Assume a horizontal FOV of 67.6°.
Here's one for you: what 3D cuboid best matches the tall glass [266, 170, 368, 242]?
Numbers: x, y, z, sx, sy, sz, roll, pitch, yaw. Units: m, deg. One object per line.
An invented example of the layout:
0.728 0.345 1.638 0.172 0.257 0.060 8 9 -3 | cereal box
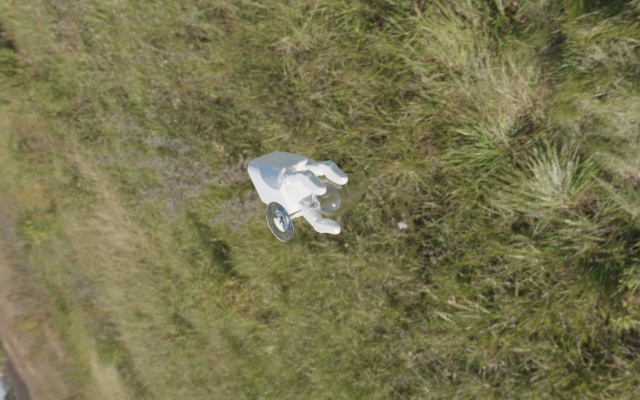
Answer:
0.000 0.003 0.882 0.201 0.079 0.079 -25 16 -37 | tall glass
